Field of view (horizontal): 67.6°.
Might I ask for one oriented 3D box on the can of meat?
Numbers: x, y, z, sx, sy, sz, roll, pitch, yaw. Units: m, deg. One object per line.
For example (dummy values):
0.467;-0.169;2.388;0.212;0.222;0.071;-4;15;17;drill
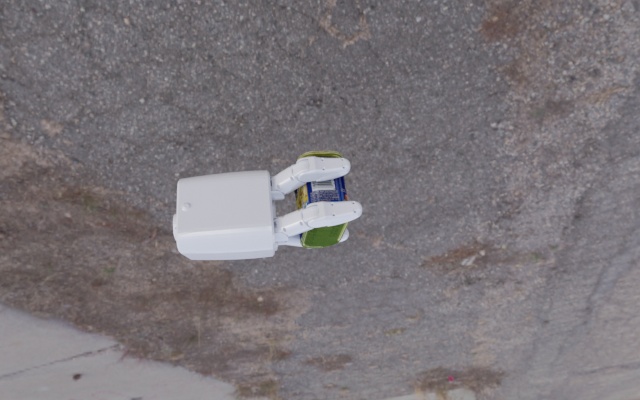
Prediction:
0.000;0.002;0.589;0.057;0.084;0.102;-2;-29;-11;can of meat
